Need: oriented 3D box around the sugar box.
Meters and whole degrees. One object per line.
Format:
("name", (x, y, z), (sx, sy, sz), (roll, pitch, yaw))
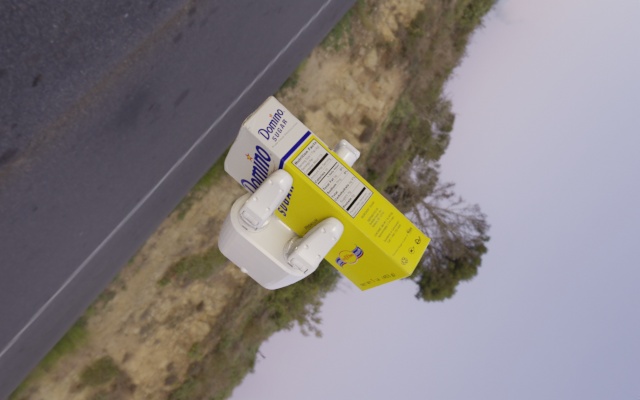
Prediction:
("sugar box", (0.000, 0.002, 0.412), (0.176, 0.048, 0.093), (39, -28, -4))
